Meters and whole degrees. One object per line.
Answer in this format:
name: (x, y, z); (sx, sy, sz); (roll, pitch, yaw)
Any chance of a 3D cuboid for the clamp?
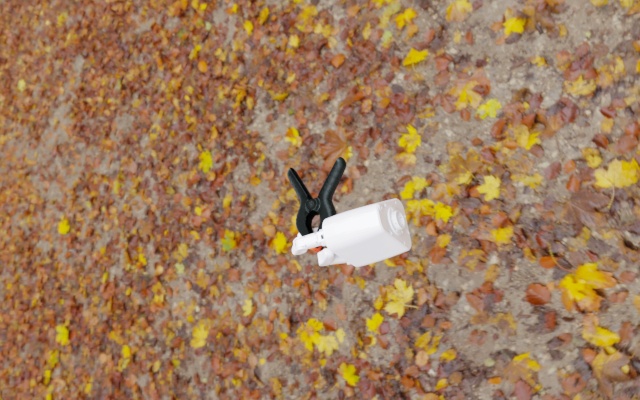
clamp: (0.000, 0.003, 0.853); (0.120, 0.171, 0.039); (-21, -22, 31)
